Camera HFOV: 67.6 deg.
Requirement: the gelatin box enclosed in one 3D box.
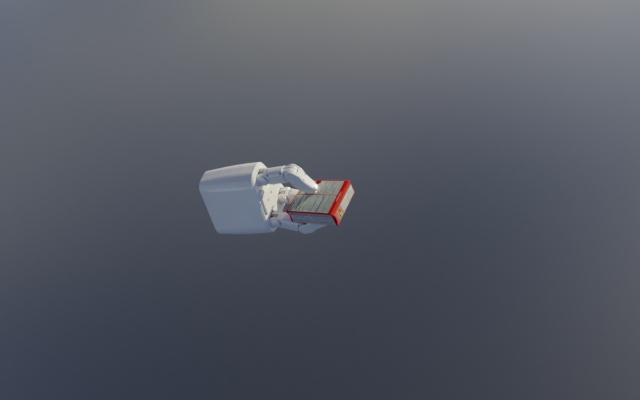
[{"bbox_3d":[0.000,0.002,0.758,0.089,0.073,0.030,2,-43,33],"label":"gelatin box"}]
